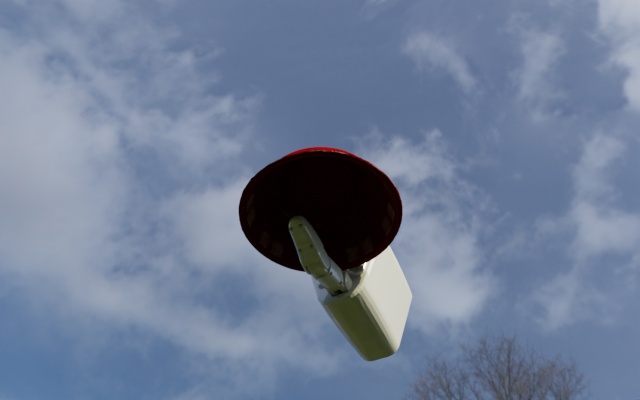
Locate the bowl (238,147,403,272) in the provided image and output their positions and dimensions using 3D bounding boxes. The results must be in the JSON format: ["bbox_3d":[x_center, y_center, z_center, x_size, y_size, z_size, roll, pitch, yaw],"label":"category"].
[{"bbox_3d":[0.000,0.000,0.489,0.162,0.162,0.055,0,41,0],"label":"bowl"}]
